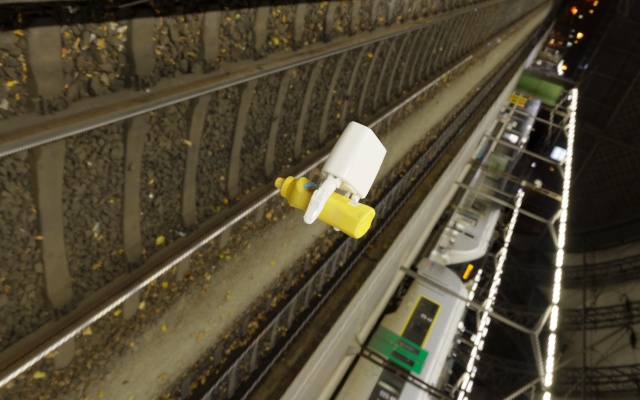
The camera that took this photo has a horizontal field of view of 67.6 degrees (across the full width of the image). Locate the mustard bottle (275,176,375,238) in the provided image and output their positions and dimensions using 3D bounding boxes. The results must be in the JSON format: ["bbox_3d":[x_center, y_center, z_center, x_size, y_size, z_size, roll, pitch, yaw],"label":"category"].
[{"bbox_3d":[0.000,0.003,0.881,0.191,0.058,0.096,26,17,16],"label":"mustard bottle"}]
